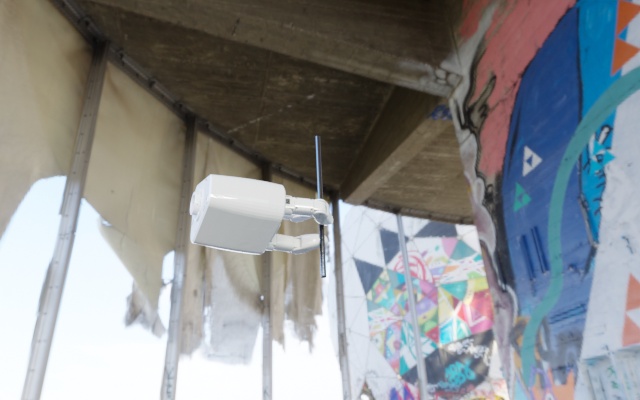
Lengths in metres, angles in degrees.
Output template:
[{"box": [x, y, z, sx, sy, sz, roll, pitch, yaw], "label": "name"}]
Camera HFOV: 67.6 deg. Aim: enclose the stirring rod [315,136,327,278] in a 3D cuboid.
[{"box": [0.000, 0.002, 0.737, 0.011, 0.239, 0.011, -2, -27, -1], "label": "stirring rod"}]
